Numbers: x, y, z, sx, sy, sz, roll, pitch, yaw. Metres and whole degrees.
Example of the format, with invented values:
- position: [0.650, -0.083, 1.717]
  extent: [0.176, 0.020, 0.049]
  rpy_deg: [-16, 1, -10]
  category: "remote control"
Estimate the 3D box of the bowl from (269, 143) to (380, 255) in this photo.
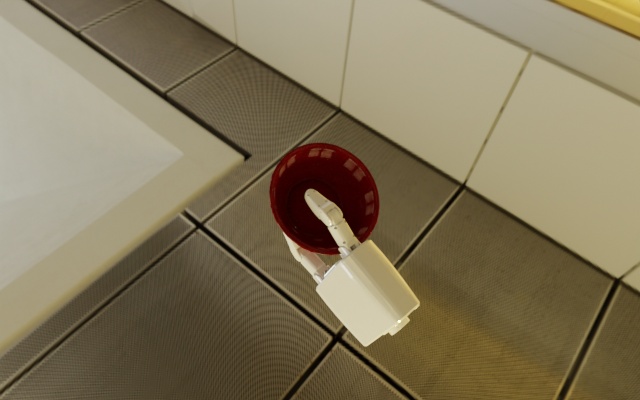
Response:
- position: [-0.001, 0.001, 0.680]
  extent: [0.162, 0.162, 0.055]
  rpy_deg: [0, -16, -20]
  category: "bowl"
